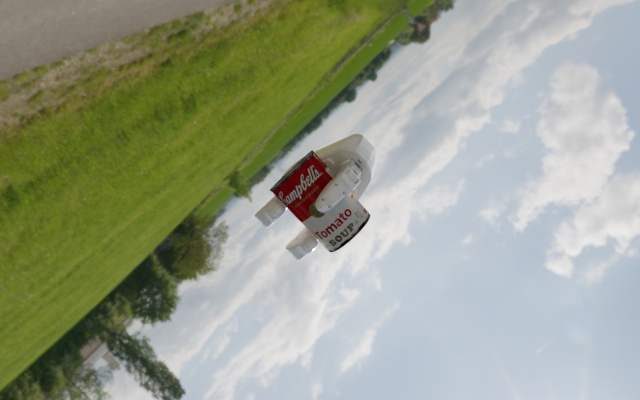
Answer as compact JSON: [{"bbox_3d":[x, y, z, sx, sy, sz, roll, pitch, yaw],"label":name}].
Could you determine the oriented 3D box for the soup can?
[{"bbox_3d":[0.000,0.002,0.554,0.068,0.102,0.068,-42,7,6],"label":"soup can"}]
